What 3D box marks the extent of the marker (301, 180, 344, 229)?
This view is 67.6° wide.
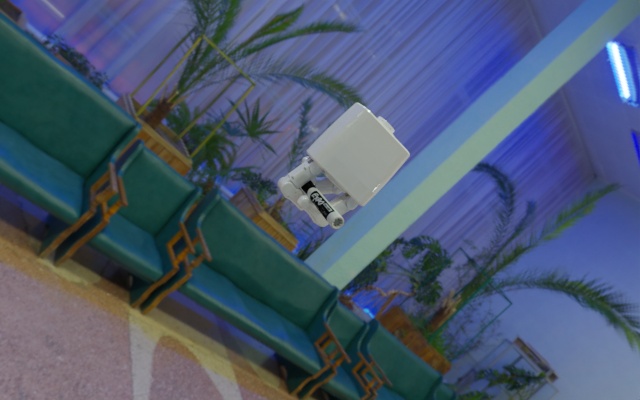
[{"bbox_3d":[0.000,0.002,0.661,0.020,0.020,0.121,0,26,-24],"label":"marker"}]
